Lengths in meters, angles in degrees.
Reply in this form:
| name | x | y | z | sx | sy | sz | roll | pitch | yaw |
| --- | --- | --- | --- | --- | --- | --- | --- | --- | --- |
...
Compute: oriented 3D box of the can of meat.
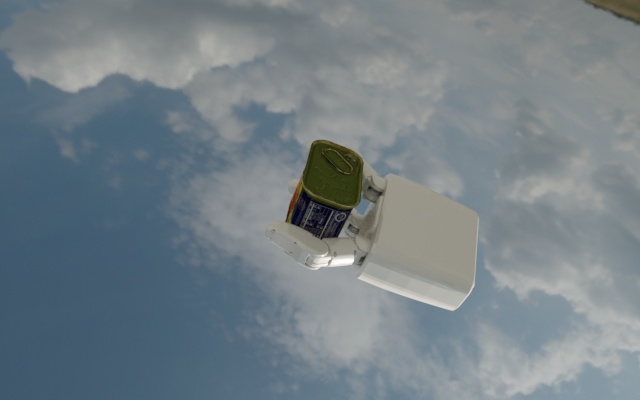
| name | x | y | z | sx | sy | sz | roll | pitch | yaw |
| --- | --- | --- | --- | --- | --- | --- | --- | --- | --- |
| can of meat | 0.000 | 0.002 | 0.482 | 0.057 | 0.084 | 0.102 | 20 | 36 | -7 |
